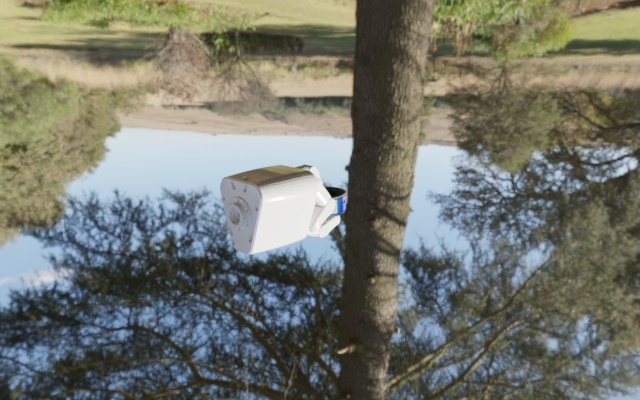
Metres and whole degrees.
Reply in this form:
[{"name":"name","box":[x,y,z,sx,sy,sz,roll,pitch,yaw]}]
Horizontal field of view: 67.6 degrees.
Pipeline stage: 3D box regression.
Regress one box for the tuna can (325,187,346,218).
[{"name":"tuna can","box":[0.000,0.003,0.800,0.086,0.034,0.086,-3,15,1]}]
